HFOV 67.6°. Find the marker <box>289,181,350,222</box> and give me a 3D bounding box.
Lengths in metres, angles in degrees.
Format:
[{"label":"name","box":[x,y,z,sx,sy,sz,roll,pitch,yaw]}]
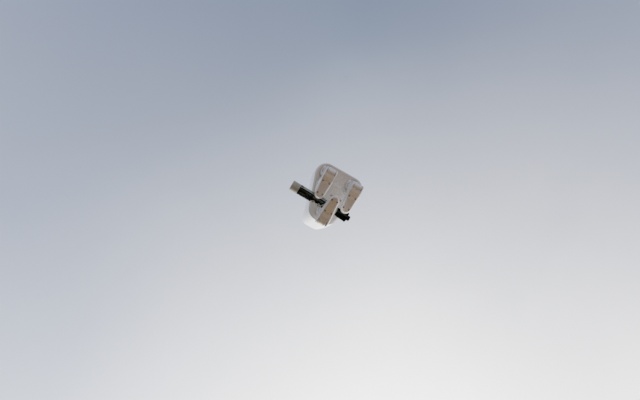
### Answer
[{"label":"marker","box":[0.000,0.003,0.855,0.121,0.020,0.020,30,-3,-5]}]
